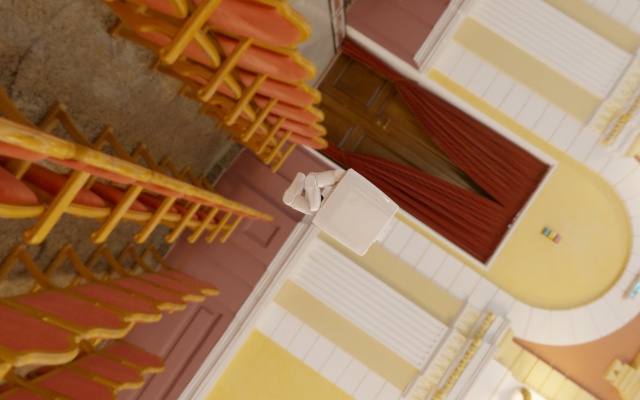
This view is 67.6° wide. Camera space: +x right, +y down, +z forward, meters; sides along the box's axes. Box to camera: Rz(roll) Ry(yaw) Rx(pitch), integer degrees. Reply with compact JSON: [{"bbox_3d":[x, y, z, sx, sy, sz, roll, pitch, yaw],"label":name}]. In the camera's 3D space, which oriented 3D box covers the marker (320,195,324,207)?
[{"bbox_3d":[0.000,0.003,0.870,0.020,0.020,0.121,0,-5,3],"label":"marker"}]
